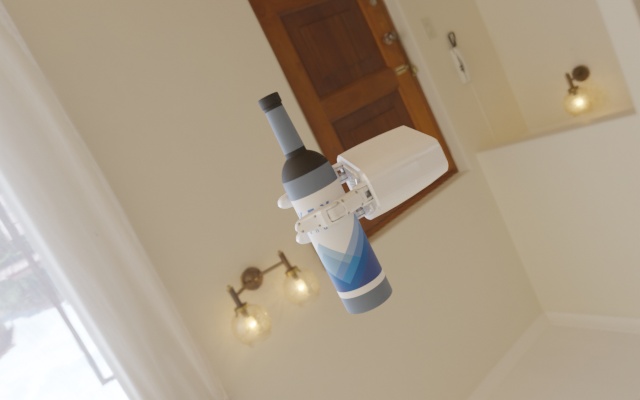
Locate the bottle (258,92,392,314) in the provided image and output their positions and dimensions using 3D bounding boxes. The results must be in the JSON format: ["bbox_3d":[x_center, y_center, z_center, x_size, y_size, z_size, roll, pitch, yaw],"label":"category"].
[{"bbox_3d":[0.000,0.002,0.609,0.069,0.296,0.069,-26,9,4],"label":"bottle"}]
